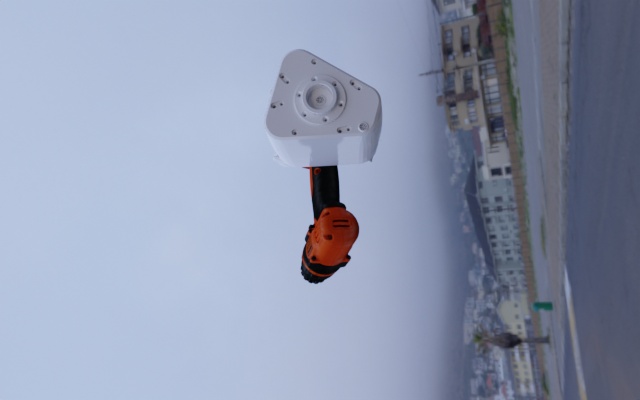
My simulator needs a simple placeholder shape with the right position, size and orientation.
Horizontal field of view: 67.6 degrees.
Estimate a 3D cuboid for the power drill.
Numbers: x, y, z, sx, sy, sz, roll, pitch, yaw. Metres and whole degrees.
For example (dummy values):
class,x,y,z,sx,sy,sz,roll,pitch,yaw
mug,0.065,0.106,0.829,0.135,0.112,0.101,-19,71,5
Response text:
class,x,y,z,sx,sy,sz,roll,pitch,yaw
power drill,0.000,0.001,0.612,0.057,0.187,0.184,-1,-24,-14
